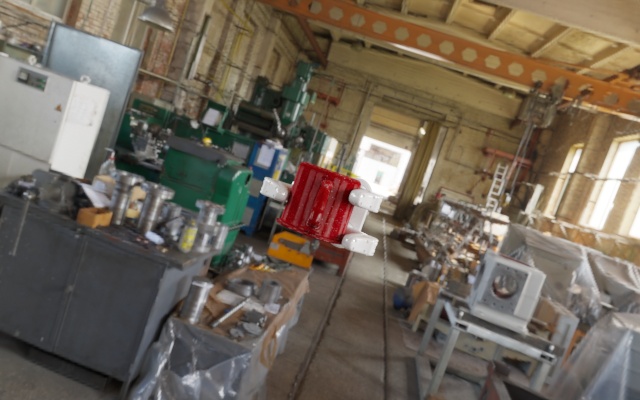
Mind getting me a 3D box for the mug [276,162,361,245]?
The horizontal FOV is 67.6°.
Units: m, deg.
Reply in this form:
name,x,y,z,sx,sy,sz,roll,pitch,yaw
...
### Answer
name,x,y,z,sx,sy,sz,roll,pitch,yaw
mug,0.000,0.002,0.586,0.093,0.081,0.117,19,4,3
